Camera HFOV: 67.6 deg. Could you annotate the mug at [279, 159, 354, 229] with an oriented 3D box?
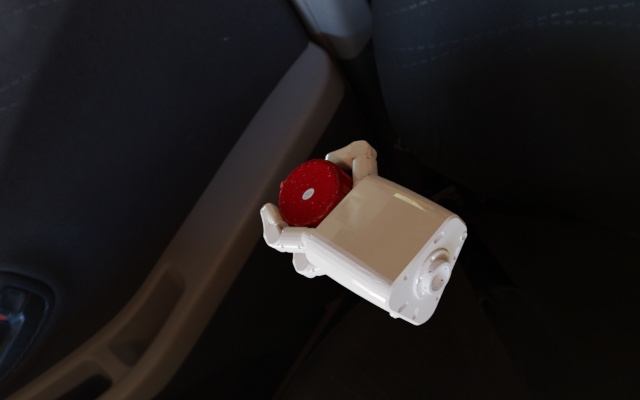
[{"bbox_3d":[-0.001,0.001,0.540,0.117,0.093,0.081,27,-6,42],"label":"mug"}]
